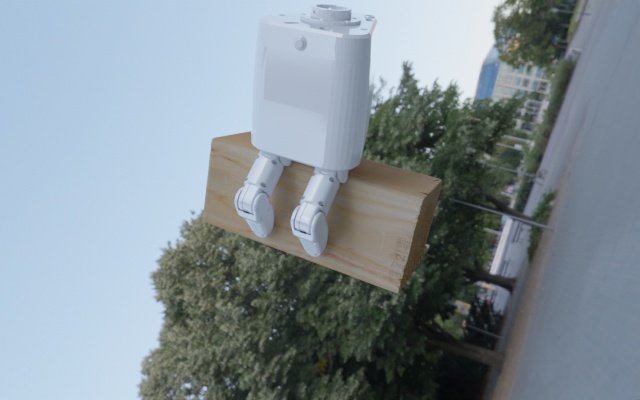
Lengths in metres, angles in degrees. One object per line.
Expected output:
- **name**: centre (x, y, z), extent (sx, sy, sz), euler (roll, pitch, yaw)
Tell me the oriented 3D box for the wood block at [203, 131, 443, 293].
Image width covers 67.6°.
- **wood block**: centre (0.000, 0.001, 0.466), extent (0.206, 0.090, 0.091), euler (18, 20, 21)
